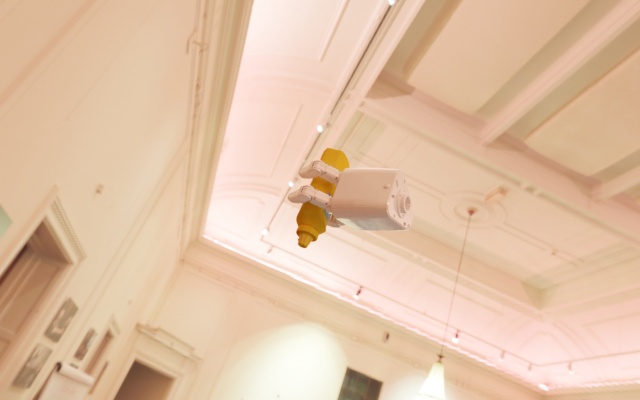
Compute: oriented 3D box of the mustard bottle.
[{"bbox_3d":[0.000,0.003,0.882,0.058,0.191,0.096,15,-30,12],"label":"mustard bottle"}]
